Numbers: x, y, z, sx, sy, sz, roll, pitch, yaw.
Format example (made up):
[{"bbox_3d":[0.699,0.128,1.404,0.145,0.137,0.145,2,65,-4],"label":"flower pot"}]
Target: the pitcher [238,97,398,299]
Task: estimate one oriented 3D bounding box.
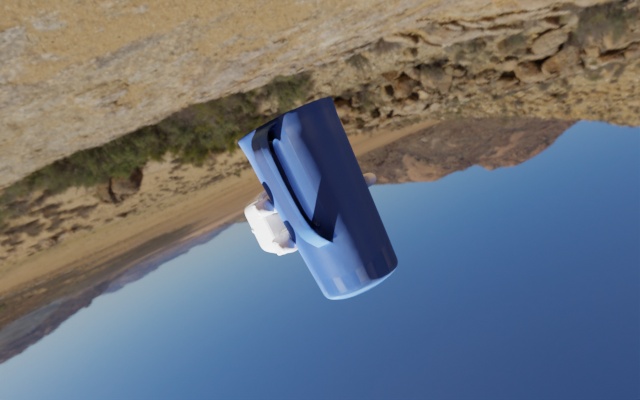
[{"bbox_3d":[0.000,0.002,0.612,0.149,0.243,0.145,-27,3,-24],"label":"pitcher"}]
